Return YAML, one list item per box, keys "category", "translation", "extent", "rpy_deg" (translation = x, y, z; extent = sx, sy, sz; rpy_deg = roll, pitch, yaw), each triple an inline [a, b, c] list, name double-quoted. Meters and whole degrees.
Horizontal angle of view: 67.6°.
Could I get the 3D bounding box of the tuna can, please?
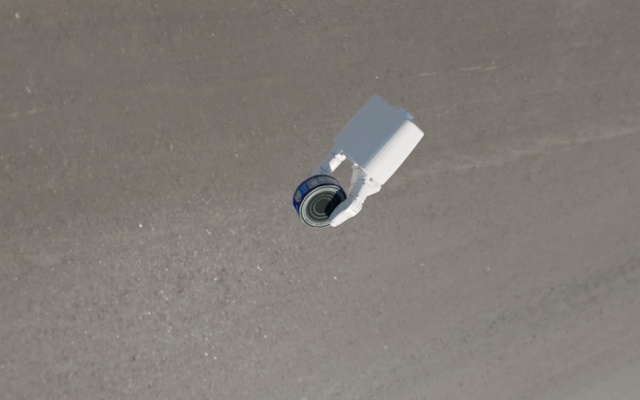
- category: "tuna can"
  translation: [0.000, 0.003, 0.778]
  extent: [0.086, 0.086, 0.033]
  rpy_deg: [0, 33, -23]
